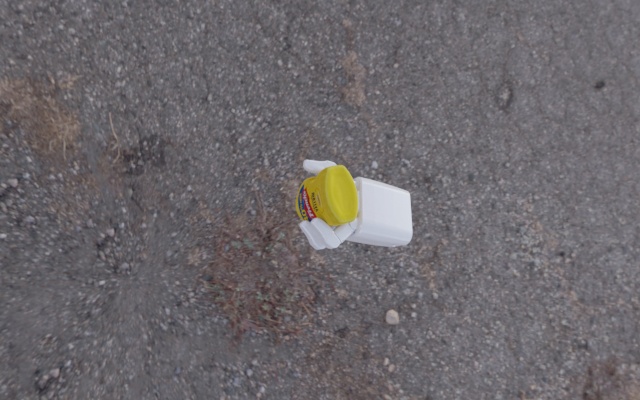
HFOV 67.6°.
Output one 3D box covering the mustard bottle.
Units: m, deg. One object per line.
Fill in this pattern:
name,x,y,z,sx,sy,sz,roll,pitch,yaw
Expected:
mustard bottle,0.000,0.003,0.848,0.058,0.096,0.191,-13,-4,-23
